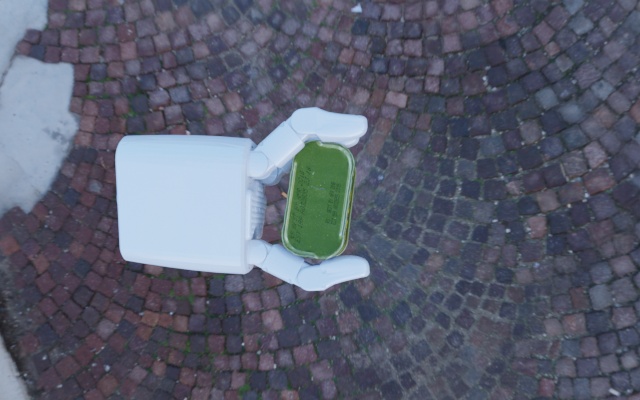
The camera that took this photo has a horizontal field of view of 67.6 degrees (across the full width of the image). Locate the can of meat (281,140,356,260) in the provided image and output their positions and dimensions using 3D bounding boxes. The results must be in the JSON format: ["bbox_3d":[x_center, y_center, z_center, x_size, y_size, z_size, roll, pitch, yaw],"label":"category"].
[{"bbox_3d":[0.000,0.001,0.425,0.057,0.102,0.084,7,-3,4],"label":"can of meat"}]
